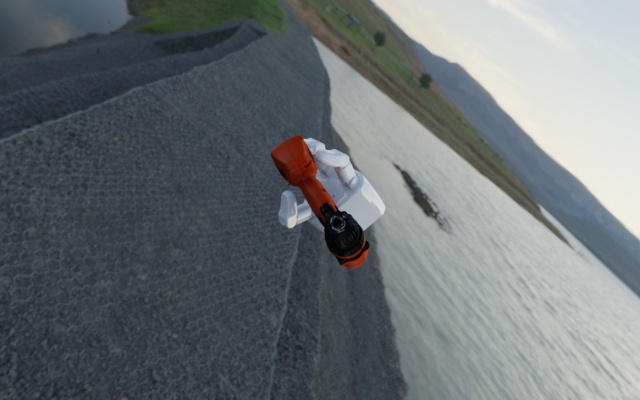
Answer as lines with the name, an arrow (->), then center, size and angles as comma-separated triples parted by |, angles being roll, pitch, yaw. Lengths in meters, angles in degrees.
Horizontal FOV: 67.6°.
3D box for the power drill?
power drill -> 0.000, 0.002, 0.667 | 0.057, 0.187, 0.184 | -30, -21, -3
